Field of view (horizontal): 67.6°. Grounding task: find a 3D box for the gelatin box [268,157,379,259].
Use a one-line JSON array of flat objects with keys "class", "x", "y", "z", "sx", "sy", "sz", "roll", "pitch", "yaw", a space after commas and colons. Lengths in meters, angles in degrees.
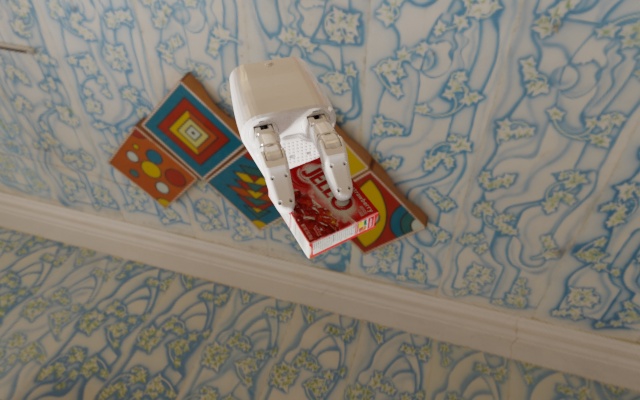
[{"class": "gelatin box", "x": 0.000, "y": 0.002, "z": 0.454, "sx": 0.073, "sy": 0.089, "sz": 0.030, "roll": -23, "pitch": -35, "yaw": -19}]
